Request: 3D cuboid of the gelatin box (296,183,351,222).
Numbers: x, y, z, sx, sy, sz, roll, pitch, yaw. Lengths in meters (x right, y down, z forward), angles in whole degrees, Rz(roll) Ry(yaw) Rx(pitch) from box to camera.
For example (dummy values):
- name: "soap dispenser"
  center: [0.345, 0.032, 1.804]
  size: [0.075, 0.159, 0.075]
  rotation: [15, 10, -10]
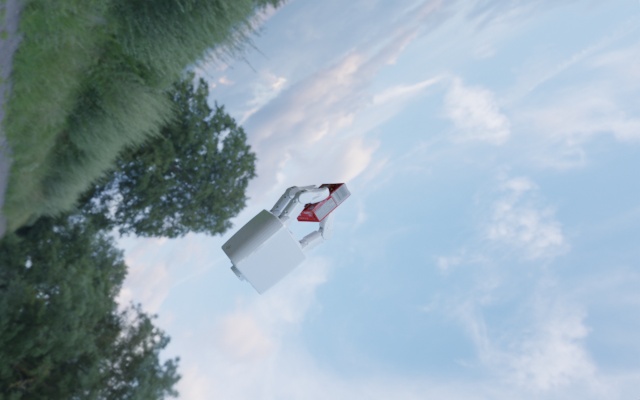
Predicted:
- name: "gelatin box"
  center: [0.001, 0.003, 0.868]
  size: [0.089, 0.030, 0.073]
  rotation: [-40, 20, -25]
